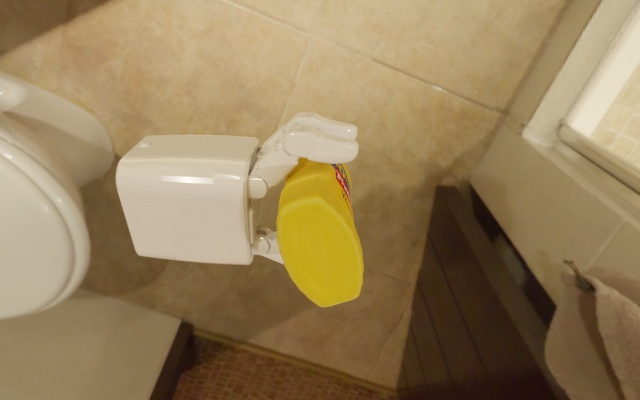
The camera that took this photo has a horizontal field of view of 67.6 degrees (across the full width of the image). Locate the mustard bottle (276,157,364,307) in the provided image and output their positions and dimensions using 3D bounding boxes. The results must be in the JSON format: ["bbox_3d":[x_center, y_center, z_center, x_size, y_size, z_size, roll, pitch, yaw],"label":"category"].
[{"bbox_3d":[0.000,0.001,0.429,0.058,0.096,0.191,-19,23,8],"label":"mustard bottle"}]
